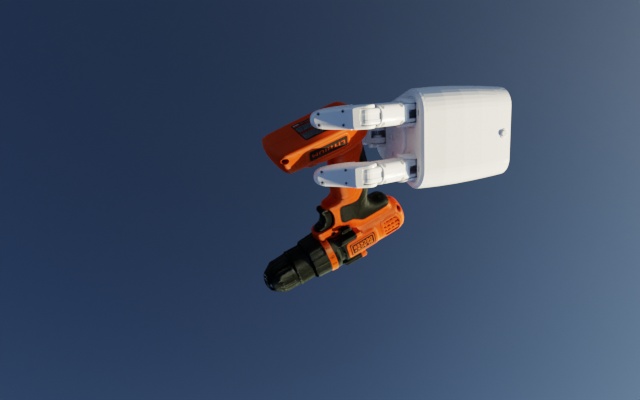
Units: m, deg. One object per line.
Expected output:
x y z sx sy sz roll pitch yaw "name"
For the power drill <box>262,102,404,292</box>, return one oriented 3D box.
0.000 0.001 0.523 0.184 0.188 0.057 -30 43 -15 "power drill"
